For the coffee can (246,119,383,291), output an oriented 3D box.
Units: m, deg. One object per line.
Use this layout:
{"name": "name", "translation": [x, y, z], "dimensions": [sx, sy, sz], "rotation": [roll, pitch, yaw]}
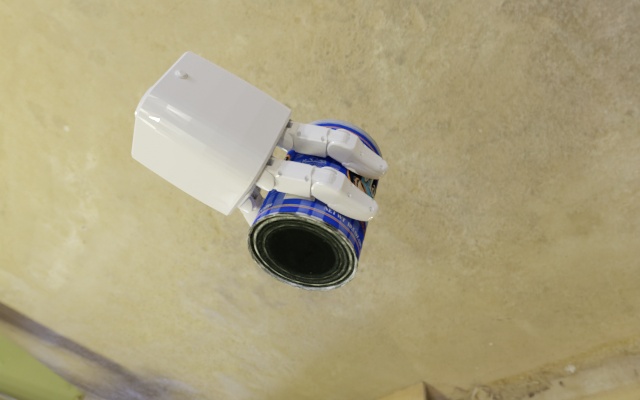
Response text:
{"name": "coffee can", "translation": [0.000, 0.002, 0.469], "dimensions": [0.103, 0.103, 0.140], "rotation": [0, 42, 19]}
